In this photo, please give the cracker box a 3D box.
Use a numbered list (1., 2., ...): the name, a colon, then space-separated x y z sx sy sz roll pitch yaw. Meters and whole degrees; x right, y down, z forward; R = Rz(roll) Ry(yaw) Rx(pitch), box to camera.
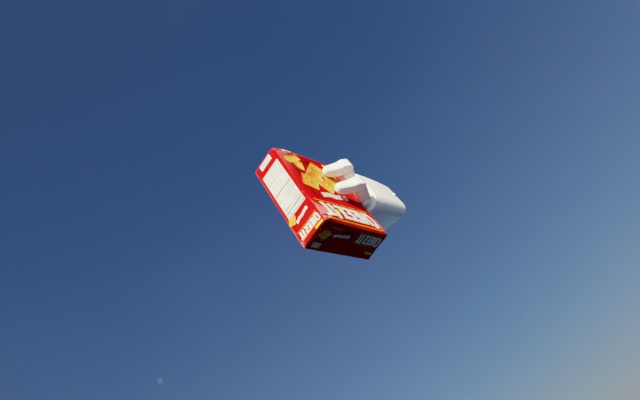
1. cracker box: 0.000 0.003 0.868 0.164 0.072 0.213 15 28 -43
